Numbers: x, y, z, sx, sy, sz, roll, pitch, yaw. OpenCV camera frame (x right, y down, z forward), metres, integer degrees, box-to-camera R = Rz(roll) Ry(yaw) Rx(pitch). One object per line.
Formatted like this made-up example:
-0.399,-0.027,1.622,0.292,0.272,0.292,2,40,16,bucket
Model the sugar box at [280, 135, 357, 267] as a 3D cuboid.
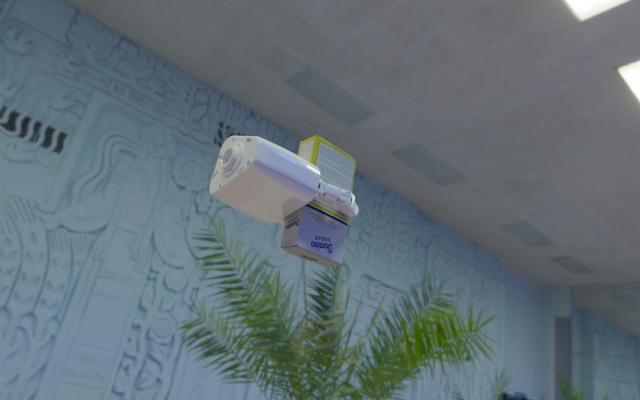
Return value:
0.000,0.002,0.715,0.093,0.176,0.048,28,-26,-35,sugar box
